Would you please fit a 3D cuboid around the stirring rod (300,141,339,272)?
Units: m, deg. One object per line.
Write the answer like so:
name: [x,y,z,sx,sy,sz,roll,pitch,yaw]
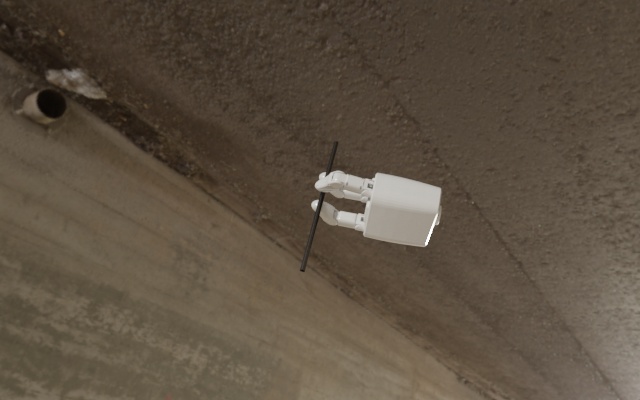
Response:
stirring rod: [0.000,0.002,0.773,0.011,0.239,0.011,12,-27,6]
